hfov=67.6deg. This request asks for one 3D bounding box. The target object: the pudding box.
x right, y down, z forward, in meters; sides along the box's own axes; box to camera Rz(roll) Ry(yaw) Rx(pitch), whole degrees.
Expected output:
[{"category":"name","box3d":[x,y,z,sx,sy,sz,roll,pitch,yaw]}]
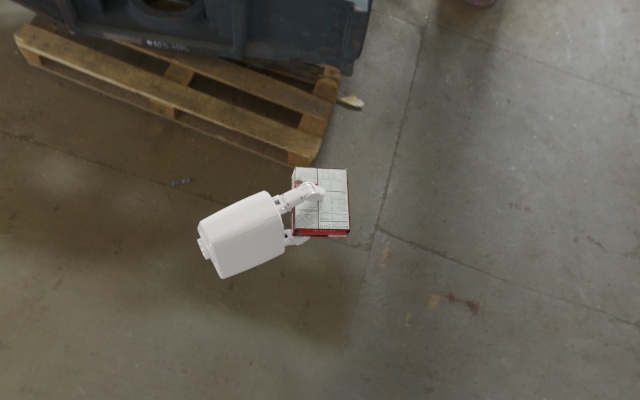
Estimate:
[{"category":"pudding box","box3d":[0.000,0.002,0.765,0.090,0.113,0.039,3,-23,-8]}]
